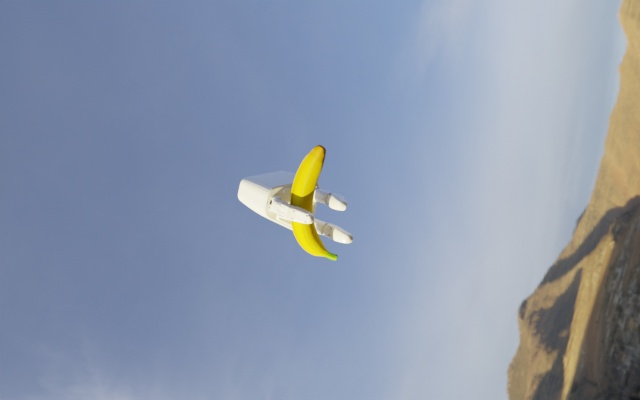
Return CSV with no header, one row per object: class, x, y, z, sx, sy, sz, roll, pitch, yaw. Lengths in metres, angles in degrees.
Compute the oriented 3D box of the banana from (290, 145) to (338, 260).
banana,-0.017,0.009,0.780,0.069,0.198,0.037,-11,18,-16
